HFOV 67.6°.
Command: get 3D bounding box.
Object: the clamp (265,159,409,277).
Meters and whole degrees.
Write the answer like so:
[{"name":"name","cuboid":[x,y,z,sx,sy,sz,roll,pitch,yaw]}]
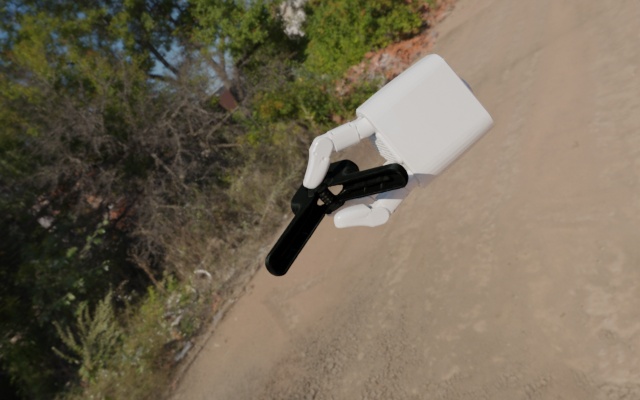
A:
[{"name":"clamp","cuboid":[0.000,0.001,0.540,0.164,0.036,0.210,-38,16,0]}]
